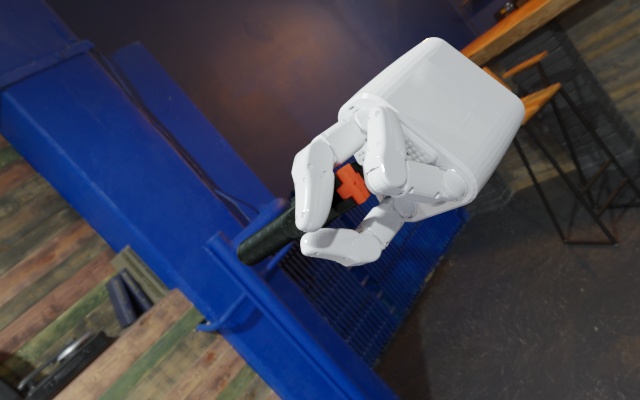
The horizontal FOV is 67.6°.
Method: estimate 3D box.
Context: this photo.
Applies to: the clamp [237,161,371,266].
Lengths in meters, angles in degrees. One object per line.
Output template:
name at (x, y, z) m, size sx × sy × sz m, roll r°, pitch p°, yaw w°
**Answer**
clamp at (0.000, 0.001, 0.403) m, size 0.120 × 0.039 × 0.171 m, roll -46°, pitch 9°, yaw -32°
